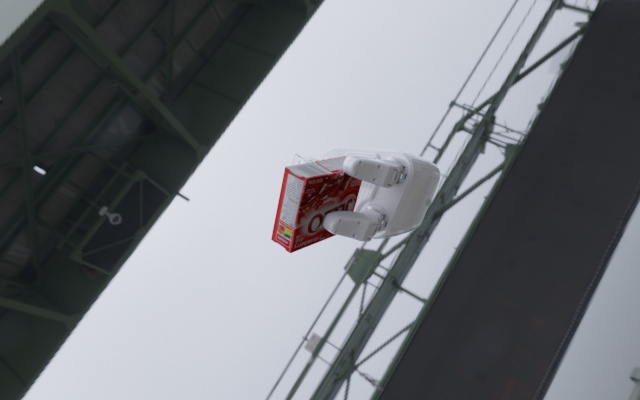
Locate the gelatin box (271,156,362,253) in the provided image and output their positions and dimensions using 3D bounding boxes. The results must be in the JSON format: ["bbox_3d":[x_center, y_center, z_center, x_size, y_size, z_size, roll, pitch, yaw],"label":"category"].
[{"bbox_3d":[0.000,0.001,0.441,0.030,0.073,0.089,30,28,32],"label":"gelatin box"}]
